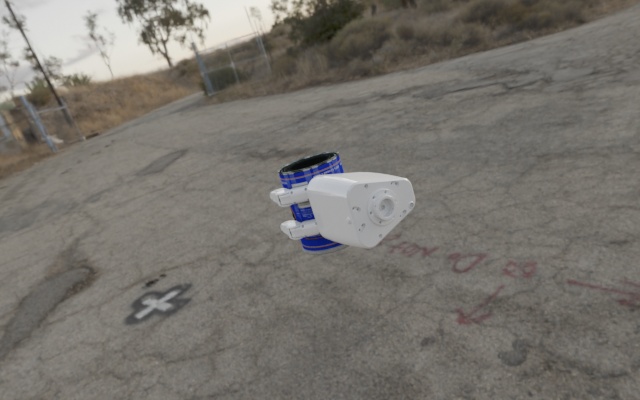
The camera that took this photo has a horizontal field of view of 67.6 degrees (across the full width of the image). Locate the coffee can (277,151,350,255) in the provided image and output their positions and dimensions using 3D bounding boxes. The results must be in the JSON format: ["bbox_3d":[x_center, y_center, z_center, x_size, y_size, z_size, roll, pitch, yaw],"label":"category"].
[{"bbox_3d":[0.000,0.003,0.772,0.103,0.140,0.102,-16,15,4],"label":"coffee can"}]
